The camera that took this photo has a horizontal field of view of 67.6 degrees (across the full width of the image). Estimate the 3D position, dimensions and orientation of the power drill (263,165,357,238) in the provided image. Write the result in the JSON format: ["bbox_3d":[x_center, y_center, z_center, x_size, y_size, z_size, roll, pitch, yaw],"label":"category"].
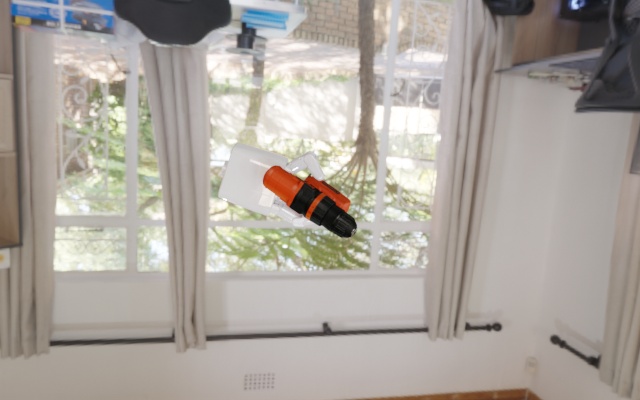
[{"bbox_3d":[0.000,0.003,0.868,0.184,0.057,0.187,36,7,12],"label":"power drill"}]
